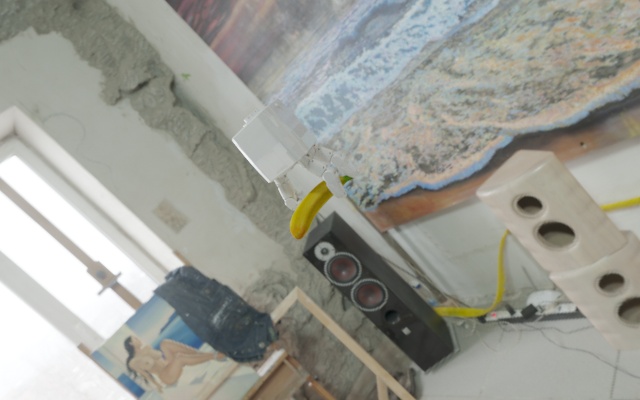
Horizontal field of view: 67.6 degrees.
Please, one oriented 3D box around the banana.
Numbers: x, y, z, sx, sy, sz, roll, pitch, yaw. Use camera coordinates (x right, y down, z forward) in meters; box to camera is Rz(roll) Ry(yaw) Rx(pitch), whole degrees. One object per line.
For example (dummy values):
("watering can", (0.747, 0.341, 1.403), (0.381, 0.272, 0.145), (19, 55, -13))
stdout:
("banana", (-0.009, 0.006, 0.853), (0.070, 0.037, 0.197), (-27, 17, 48))
